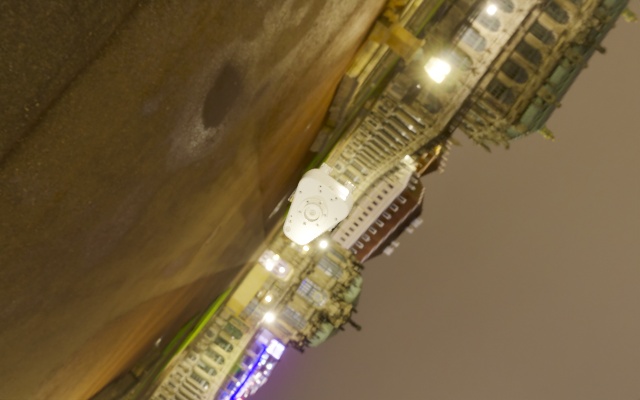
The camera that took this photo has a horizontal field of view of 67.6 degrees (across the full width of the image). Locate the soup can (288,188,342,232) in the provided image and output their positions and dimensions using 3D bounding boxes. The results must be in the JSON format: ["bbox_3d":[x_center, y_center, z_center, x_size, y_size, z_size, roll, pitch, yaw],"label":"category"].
[{"bbox_3d":[0.000,0.003,0.896,0.102,0.068,0.068,37,-1,-1],"label":"soup can"}]
